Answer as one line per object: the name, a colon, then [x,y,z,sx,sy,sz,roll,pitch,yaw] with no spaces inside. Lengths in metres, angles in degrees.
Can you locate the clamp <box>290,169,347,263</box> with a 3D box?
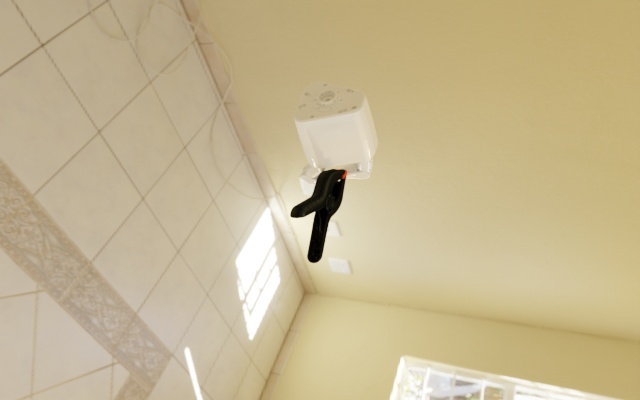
clamp: [0.001,0.003,0.776,0.039,0.171,0.120,8,-33,19]
